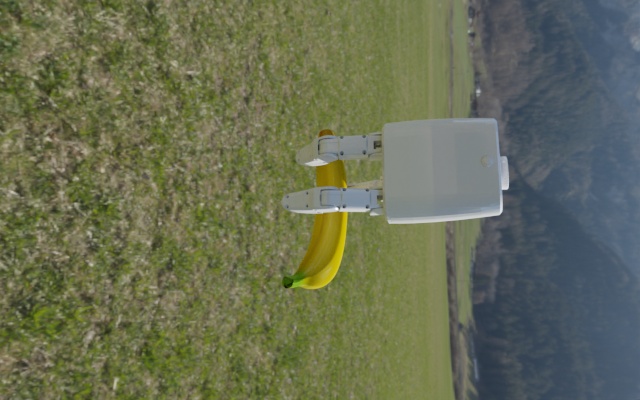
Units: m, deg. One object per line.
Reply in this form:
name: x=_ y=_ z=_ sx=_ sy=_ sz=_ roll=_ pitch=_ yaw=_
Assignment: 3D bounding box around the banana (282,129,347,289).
banana: x=0.006 y=0.015 z=0.511 sx=0.037 sy=0.197 sz=0.070 roll=-4 pitch=-36 yaw=21
